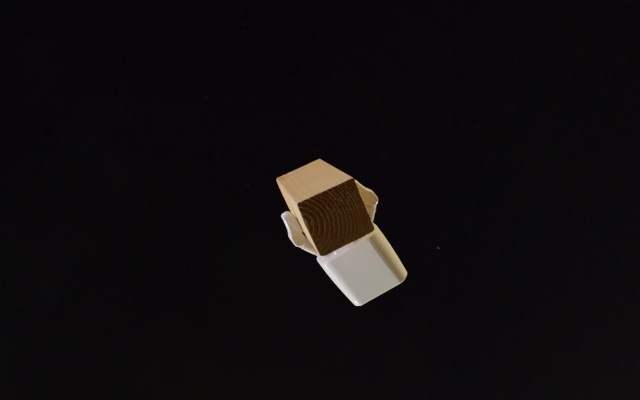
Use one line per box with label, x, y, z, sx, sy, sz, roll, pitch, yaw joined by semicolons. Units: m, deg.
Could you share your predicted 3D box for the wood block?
wood block;0.000;0.003;0.766;0.091;0.090;0.206;-26;17;-7
